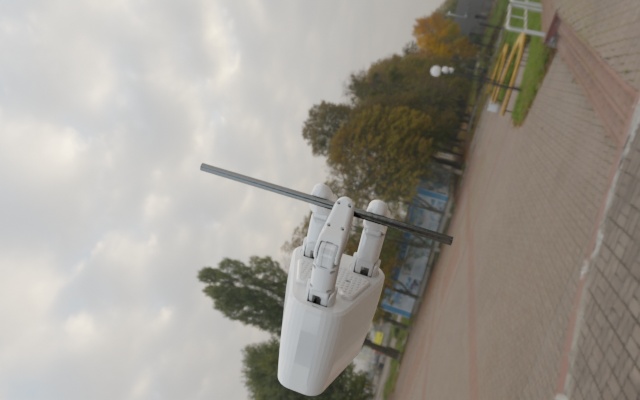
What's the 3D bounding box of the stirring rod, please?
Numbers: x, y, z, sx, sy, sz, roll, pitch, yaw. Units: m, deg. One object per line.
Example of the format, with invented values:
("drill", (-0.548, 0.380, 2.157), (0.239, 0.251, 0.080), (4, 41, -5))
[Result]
("stirring rod", (0.000, 0.002, 0.434), (0.239, 0.011, 0.011), (17, 3, 11))
